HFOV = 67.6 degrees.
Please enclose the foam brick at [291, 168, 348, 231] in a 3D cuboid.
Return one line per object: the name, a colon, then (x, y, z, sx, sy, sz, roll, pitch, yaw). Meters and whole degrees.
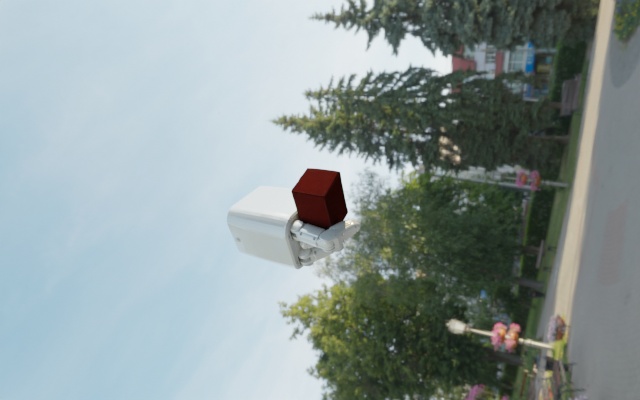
foam brick: (0.000, 0.002, 0.655, 0.051, 0.078, 0.053, 11, 47, 26)
